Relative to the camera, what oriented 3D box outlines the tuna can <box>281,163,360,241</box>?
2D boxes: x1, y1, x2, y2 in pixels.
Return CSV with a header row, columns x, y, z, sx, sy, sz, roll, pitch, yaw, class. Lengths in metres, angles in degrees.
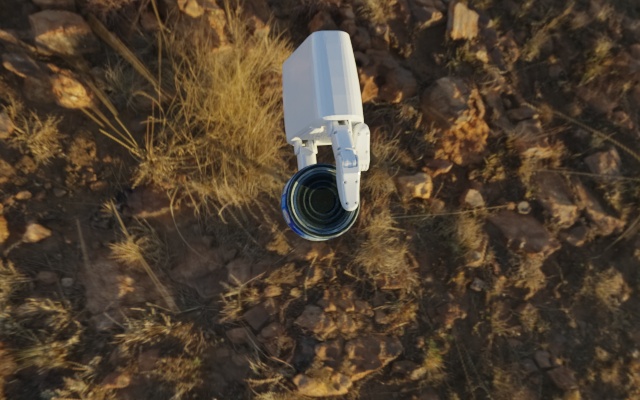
x,y,z,sx,sy,sz,roll,pitch,yaw,class
0.000,0.002,0.534,0.086,0.086,0.034,0,-7,-14,tuna can
